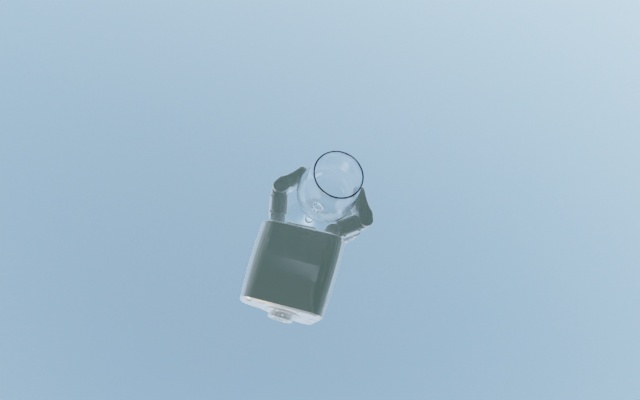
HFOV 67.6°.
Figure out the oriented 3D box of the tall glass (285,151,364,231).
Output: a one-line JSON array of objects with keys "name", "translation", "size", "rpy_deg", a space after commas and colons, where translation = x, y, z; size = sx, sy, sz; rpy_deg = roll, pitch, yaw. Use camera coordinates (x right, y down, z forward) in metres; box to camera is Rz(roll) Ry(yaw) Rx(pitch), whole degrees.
[{"name": "tall glass", "translation": [0.000, 0.002, 0.652], "size": [0.079, 0.079, 0.201], "rpy_deg": [0, -20, -13]}]
